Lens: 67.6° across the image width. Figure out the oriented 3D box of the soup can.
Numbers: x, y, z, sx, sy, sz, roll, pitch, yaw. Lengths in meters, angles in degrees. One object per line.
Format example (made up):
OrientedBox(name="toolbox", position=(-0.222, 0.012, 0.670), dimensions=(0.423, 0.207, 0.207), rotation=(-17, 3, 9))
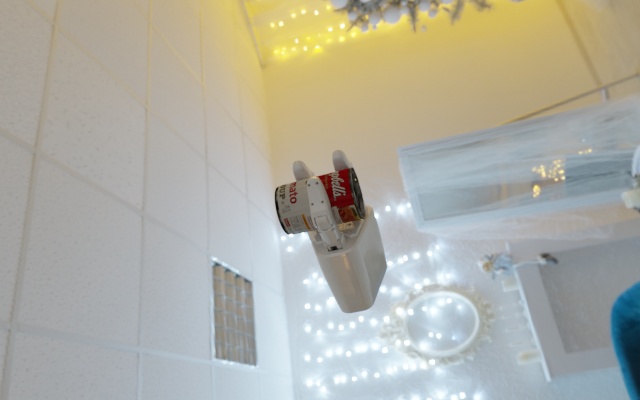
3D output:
OrientedBox(name="soup can", position=(0.000, 0.002, 0.614), dimensions=(0.102, 0.068, 0.068), rotation=(-13, -3, 12))
